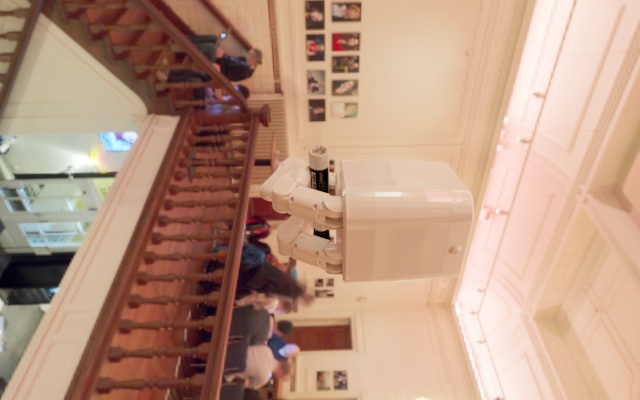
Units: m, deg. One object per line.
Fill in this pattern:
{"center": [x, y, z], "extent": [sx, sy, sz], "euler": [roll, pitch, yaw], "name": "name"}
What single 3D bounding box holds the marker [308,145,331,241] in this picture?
{"center": [0.000, 0.002, 0.463], "extent": [0.020, 0.121, 0.020], "euler": [-1, 40, 1], "name": "marker"}
